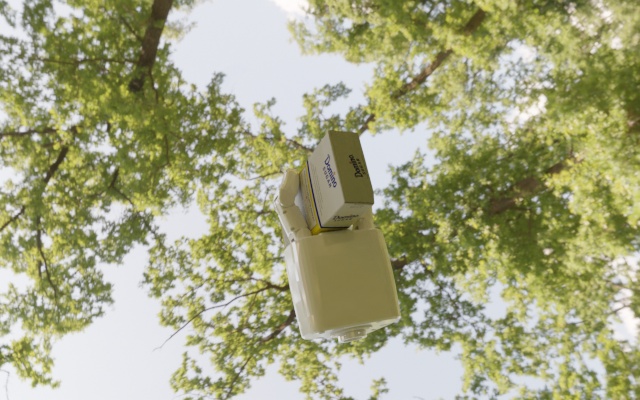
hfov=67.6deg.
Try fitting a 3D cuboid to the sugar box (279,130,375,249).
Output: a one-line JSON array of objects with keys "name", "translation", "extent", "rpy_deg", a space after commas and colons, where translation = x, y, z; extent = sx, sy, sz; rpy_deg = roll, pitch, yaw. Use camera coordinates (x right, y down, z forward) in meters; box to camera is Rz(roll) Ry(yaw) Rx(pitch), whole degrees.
[{"name": "sugar box", "translation": [0.001, 0.002, 0.582], "extent": [0.048, 0.093, 0.176], "rpy_deg": [2, -27, -28]}]
